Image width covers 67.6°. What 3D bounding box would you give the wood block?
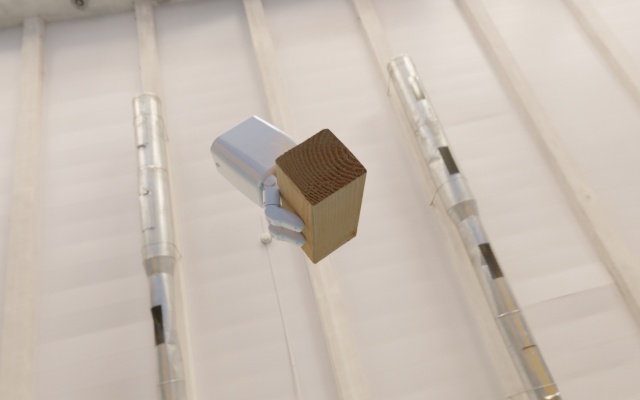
[{"bbox_3d":[0.000,0.002,0.709,0.091,0.090,0.206,-34,-23,-16],"label":"wood block"}]
